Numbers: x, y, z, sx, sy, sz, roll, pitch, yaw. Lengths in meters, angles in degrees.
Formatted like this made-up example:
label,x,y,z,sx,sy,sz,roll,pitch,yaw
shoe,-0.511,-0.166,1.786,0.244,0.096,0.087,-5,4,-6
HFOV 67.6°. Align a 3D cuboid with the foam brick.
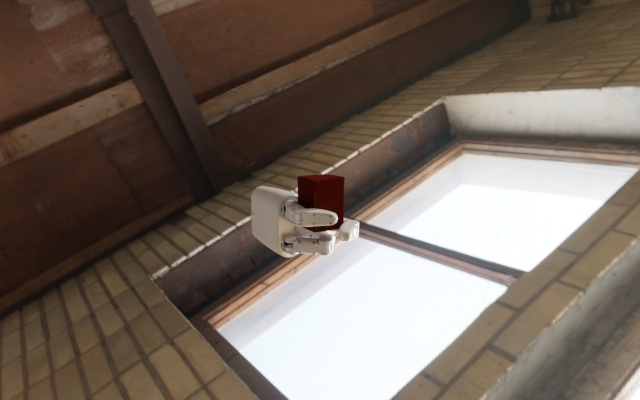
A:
label,x,y,z,sx,sy,sz,roll,pitch,yaw
foam brick,0.000,0.002,0.700,0.053,0.078,0.051,-6,14,-31
